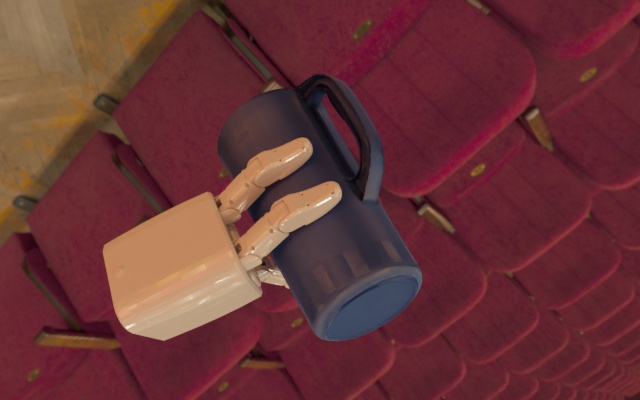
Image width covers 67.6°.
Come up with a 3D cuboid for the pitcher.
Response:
[{"bbox_3d":[0.000,0.002,0.471,0.145,0.242,0.149,-25,-35,-8],"label":"pitcher"}]
